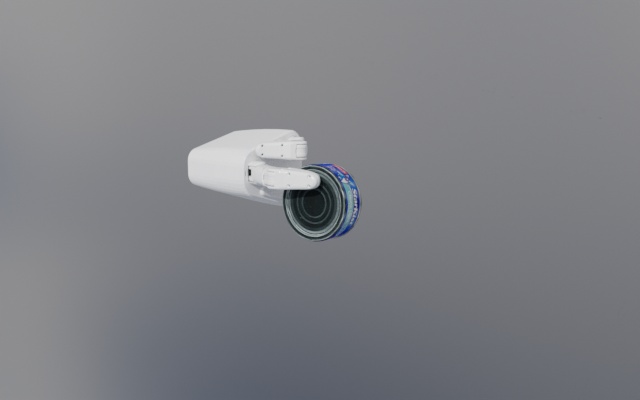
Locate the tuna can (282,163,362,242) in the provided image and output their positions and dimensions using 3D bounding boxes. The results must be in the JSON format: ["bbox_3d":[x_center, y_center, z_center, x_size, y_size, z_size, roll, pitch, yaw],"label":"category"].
[{"bbox_3d":[0.000,0.002,0.527,0.086,0.086,0.034,0,5,34],"label":"tuna can"}]
